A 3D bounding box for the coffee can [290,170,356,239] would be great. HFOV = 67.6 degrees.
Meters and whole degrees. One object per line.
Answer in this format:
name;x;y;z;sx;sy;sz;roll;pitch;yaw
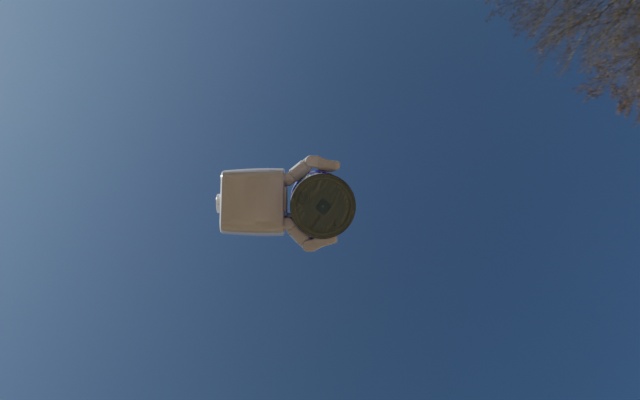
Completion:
coffee can;0.000;0.003;0.805;0.103;0.103;0.140;0;6;-3
